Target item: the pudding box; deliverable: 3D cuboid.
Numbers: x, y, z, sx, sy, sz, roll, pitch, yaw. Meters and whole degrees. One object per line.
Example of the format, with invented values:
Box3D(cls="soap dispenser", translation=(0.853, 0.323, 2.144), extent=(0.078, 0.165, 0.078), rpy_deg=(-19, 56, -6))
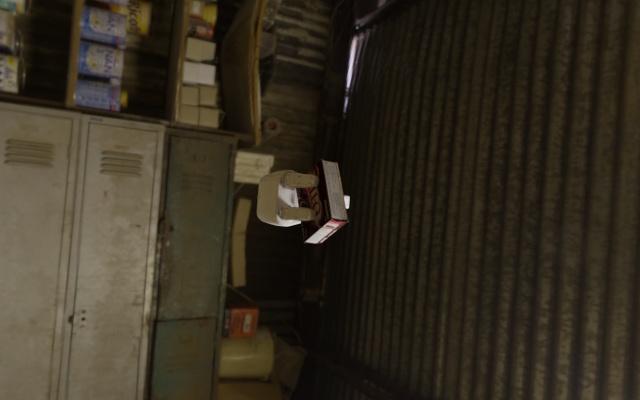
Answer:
Box3D(cls="pudding box", translation=(0.000, 0.003, 0.782), extent=(0.039, 0.113, 0.090), rpy_deg=(5, -31, -30))
